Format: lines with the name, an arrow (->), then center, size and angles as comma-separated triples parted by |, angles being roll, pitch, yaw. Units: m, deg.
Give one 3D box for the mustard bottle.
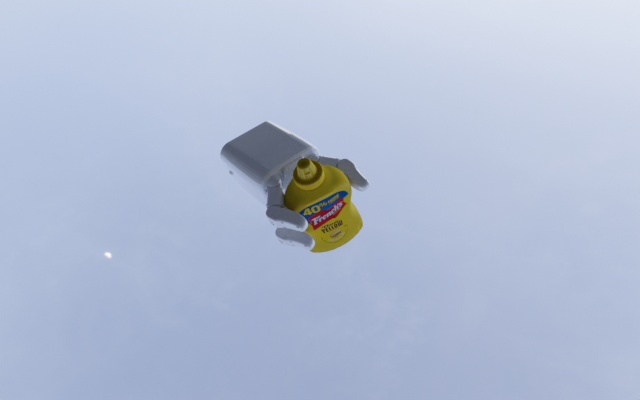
mustard bottle -> 0.000, 0.003, 0.680 | 0.096, 0.058, 0.192 | -26, -35, -1
